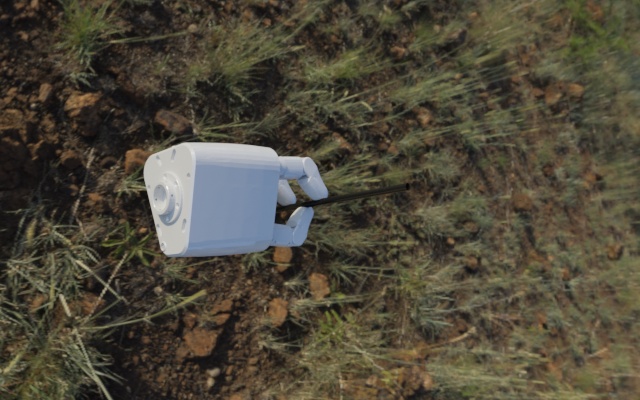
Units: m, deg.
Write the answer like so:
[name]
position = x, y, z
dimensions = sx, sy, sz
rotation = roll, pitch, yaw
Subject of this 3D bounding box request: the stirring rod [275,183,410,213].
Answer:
[stirring rod]
position = 0.000, 0.002, 0.567
dimensions = 0.239, 0.011, 0.011
rotation = -10, -7, 41
